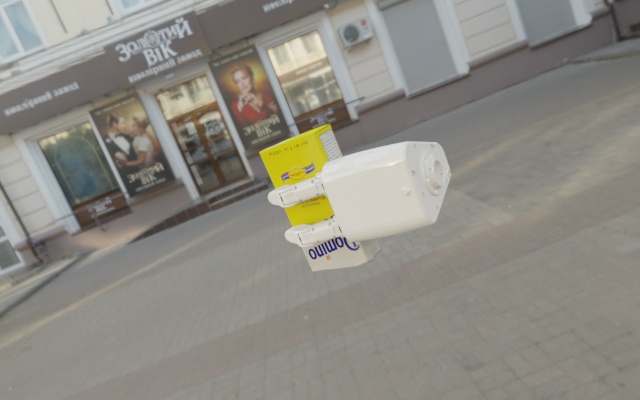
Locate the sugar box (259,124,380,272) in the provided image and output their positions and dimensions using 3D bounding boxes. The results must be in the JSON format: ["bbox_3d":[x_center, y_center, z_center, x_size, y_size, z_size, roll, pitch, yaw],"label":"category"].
[{"bbox_3d":[0.000,0.002,0.606,0.093,0.176,0.048,-15,13,36],"label":"sugar box"}]
